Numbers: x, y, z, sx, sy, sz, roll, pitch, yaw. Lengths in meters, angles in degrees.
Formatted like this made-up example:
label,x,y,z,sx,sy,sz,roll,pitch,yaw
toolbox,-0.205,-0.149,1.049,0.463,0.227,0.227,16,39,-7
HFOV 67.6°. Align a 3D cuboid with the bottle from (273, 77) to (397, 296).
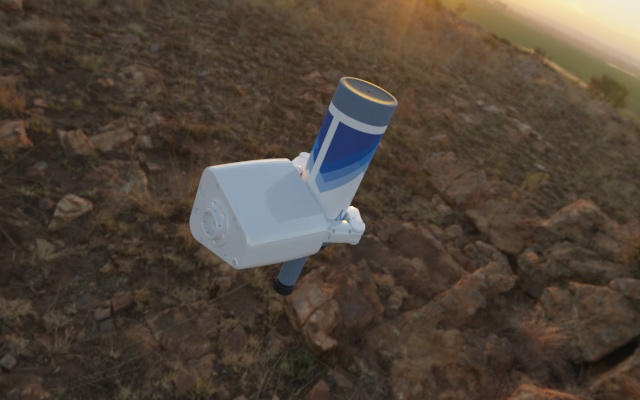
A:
label,x,y,z,sx,sy,sz,roll,pitch,yaw
bottle,0.000,0.002,0.578,0.069,0.296,0.069,18,30,-10
